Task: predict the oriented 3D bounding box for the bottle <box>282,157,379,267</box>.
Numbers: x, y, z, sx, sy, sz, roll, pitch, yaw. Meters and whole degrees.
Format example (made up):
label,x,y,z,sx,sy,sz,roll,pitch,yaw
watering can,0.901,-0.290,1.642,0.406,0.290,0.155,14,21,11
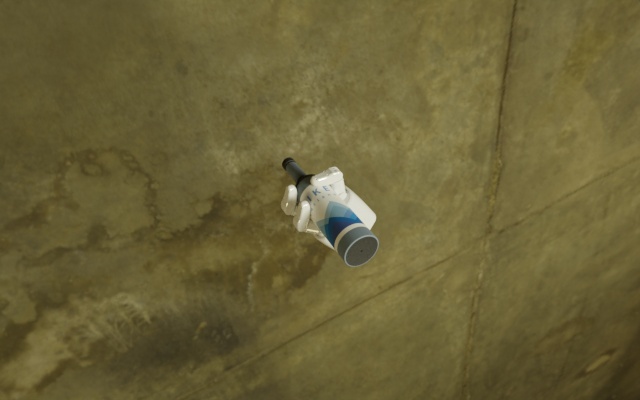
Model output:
label,x,y,z,sx,sy,sz,roll,pitch,yaw
bottle,0.000,0.003,0.886,0.069,0.069,0.295,0,33,-34
